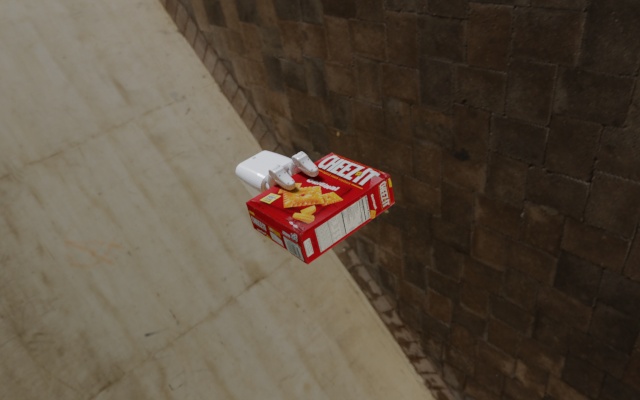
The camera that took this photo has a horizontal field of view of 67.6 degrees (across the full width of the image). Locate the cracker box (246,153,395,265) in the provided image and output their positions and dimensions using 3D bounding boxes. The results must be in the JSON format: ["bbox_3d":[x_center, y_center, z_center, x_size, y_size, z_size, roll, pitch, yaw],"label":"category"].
[{"bbox_3d":[0.000,0.003,0.862,0.213,0.072,0.164,-33,38,-27],"label":"cracker box"}]
